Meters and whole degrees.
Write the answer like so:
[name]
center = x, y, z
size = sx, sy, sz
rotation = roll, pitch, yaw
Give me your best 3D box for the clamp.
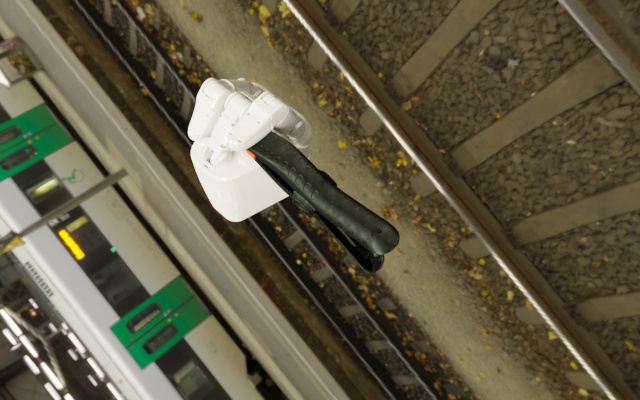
[clamp]
center = 0.000, 0.002, 0.424
size = 0.039, 0.171, 0.120
rotation = -41, -22, -16
